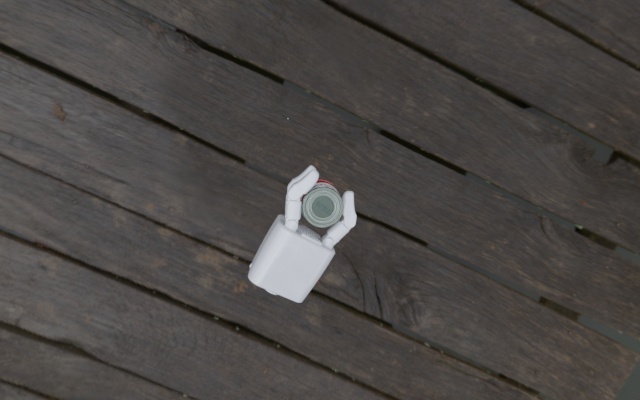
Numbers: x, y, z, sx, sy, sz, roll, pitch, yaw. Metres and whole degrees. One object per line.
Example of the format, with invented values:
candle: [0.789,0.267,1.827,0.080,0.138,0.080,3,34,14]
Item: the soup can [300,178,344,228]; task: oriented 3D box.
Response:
soup can: [0.001,0.002,0.796,0.068,0.068,0.102,0,10,-4]
